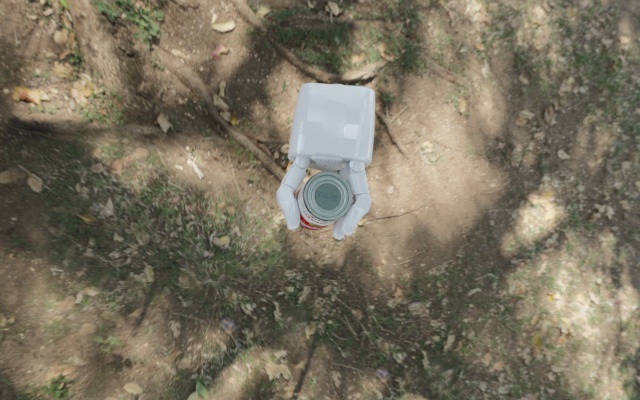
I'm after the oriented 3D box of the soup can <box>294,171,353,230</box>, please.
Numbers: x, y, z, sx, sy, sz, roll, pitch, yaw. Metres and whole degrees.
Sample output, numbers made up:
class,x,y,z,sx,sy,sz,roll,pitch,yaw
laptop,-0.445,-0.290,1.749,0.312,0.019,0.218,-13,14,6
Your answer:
class,x,y,z,sx,sy,sz,roll,pitch,yaw
soup can,0.000,0.003,0.661,0.068,0.068,0.102,0,-10,-12
